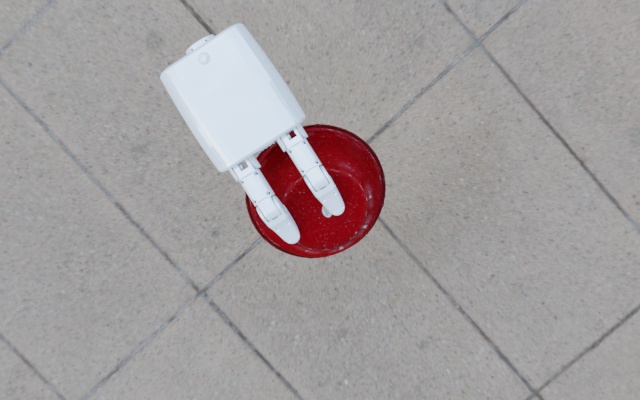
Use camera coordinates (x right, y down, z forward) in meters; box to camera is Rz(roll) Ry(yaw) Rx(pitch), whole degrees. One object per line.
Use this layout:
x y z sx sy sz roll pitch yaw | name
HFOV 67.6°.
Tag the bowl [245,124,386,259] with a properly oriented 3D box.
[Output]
0.001 0.003 0.521 0.162 0.162 0.055 0 20 -10 | bowl
